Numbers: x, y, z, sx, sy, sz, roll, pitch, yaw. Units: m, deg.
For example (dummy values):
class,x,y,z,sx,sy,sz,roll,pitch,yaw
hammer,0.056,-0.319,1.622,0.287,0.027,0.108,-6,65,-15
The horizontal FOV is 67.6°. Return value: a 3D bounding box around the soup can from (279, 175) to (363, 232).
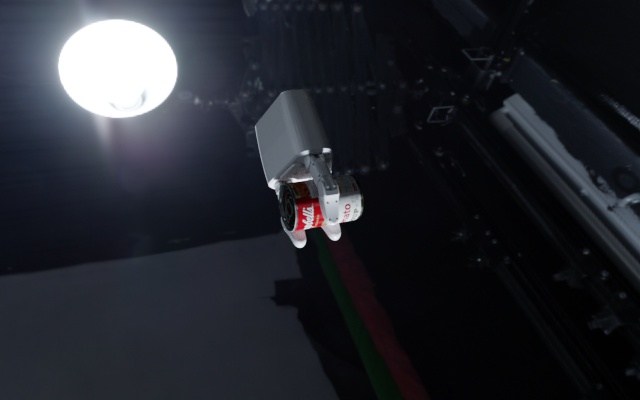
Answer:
class,x,y,z,sx,sy,sz,roll,pitch,yaw
soup can,0.001,0.003,0.669,0.102,0.068,0.068,-9,3,-22
